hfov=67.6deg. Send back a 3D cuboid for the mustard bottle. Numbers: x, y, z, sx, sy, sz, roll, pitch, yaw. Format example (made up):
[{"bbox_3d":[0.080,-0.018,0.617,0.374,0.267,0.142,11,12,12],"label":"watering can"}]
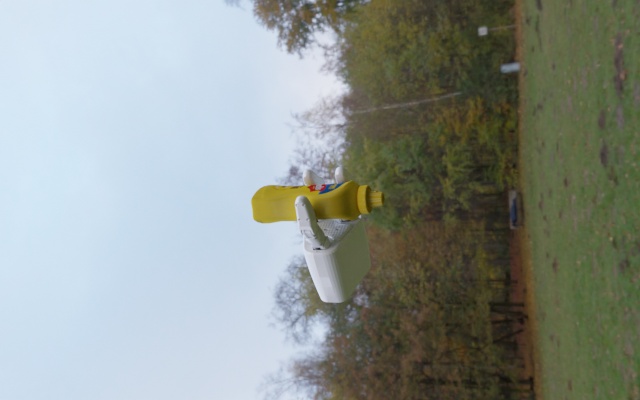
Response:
[{"bbox_3d":[0.000,0.002,0.712,0.191,0.058,0.096,-2,8,20],"label":"mustard bottle"}]
